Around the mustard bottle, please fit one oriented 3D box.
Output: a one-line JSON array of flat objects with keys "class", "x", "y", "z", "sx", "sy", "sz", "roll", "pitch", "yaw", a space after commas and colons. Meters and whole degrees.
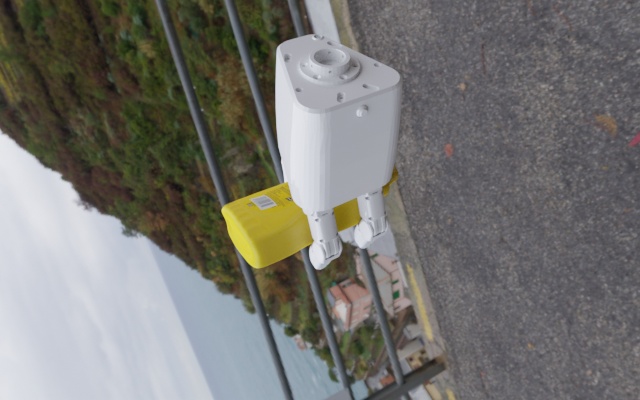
[{"class": "mustard bottle", "x": 0.000, "y": 0.002, "z": 0.503, "sx": 0.191, "sy": 0.058, "sz": 0.096, "roll": -23, "pitch": 27, "yaw": -20}]
